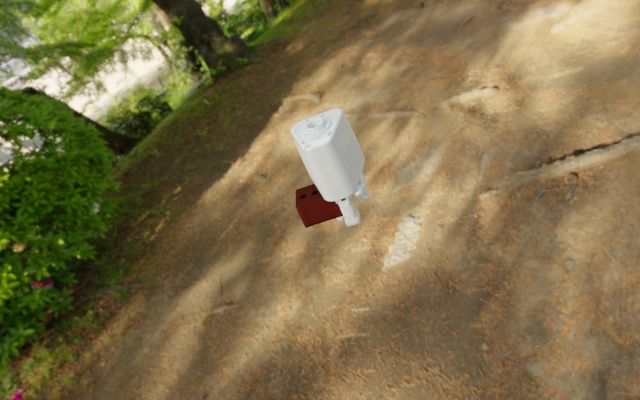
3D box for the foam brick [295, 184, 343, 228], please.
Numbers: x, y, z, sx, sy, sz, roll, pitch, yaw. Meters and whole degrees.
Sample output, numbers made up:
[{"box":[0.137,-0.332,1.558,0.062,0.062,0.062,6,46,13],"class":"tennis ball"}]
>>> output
[{"box":[0.000,0.003,0.832,0.078,0.051,0.053,-19,36,12],"class":"foam brick"}]
